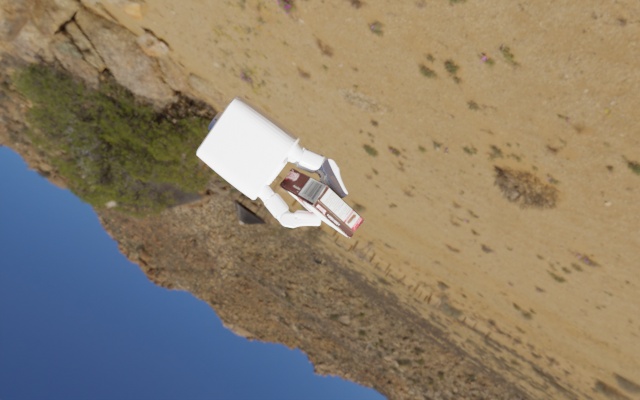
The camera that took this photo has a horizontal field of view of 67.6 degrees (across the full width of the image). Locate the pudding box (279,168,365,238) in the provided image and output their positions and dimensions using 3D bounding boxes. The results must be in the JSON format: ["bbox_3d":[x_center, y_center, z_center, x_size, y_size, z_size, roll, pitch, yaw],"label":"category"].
[{"bbox_3d":[0.000,0.002,0.707,0.090,0.039,0.113,41,-4,-33],"label":"pudding box"}]
